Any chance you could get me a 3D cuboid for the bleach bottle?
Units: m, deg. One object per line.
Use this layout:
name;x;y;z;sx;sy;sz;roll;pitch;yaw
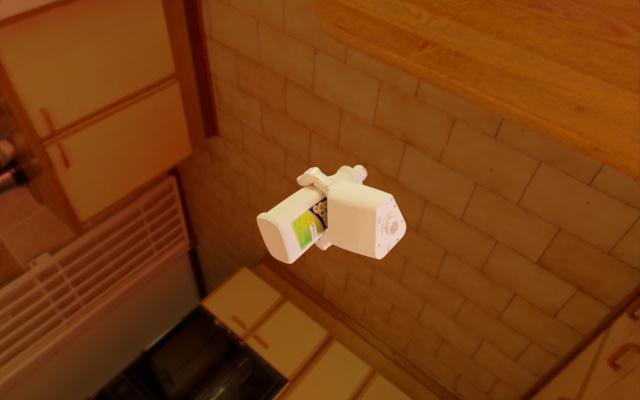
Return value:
bleach bottle;0.000;0.003;0.885;0.068;0.103;0.250;17;45;40
